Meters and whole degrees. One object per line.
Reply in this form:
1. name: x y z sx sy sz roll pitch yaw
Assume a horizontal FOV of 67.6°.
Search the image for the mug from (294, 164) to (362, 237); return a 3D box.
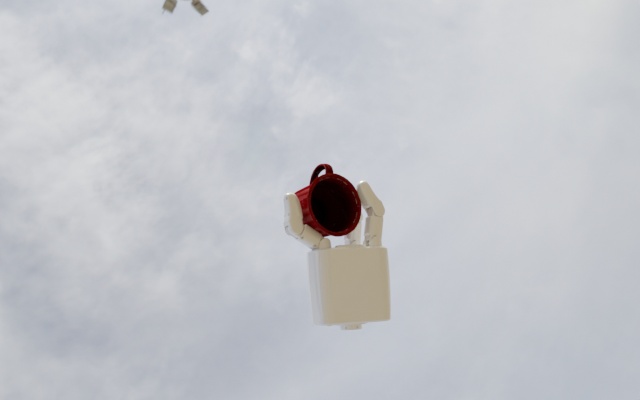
1. mug: 0.000 0.001 0.718 0.093 0.117 0.081 6 -15 -31
